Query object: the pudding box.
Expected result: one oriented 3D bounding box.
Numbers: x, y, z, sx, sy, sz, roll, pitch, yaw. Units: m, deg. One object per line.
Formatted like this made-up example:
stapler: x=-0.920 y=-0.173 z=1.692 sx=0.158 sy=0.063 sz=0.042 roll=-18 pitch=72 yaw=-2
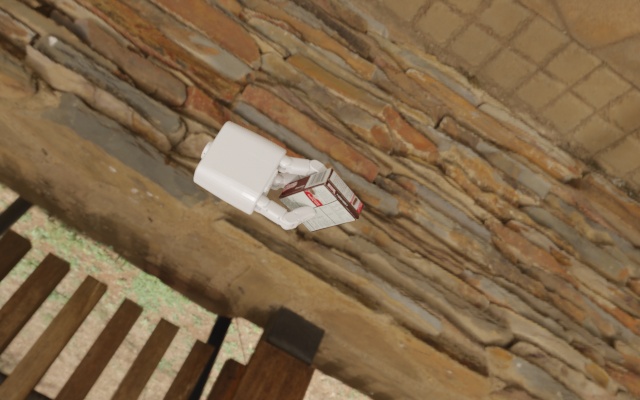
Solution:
pudding box: x=0.000 y=0.003 z=0.781 sx=0.113 sy=0.039 sz=0.090 roll=-16 pitch=-53 yaw=44
